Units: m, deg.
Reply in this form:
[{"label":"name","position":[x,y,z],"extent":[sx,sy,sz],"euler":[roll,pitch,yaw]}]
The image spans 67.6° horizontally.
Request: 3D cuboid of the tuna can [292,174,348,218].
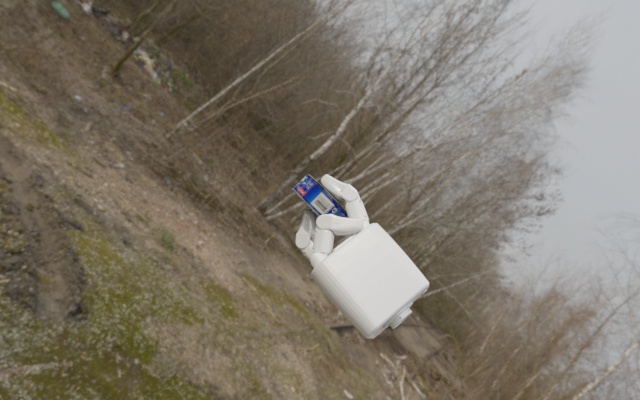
[{"label":"tuna can","position":[0.000,0.002,0.687],"extent":[0.034,0.086,0.086],"euler":[-45,0,0]}]
